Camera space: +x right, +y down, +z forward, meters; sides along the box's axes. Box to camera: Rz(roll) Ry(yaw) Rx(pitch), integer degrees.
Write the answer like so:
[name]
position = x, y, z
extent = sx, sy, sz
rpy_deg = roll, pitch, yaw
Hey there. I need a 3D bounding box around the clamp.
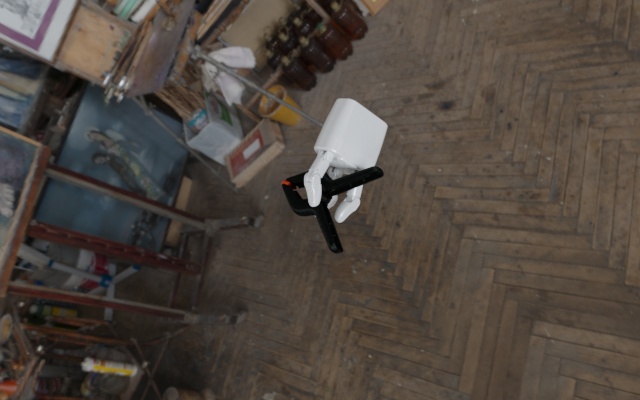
[clamp]
position = -0.001, 0.002, 0.863
extent = 0.210, 0.164, 0.036
rpy_deg = 11, -19, 42
